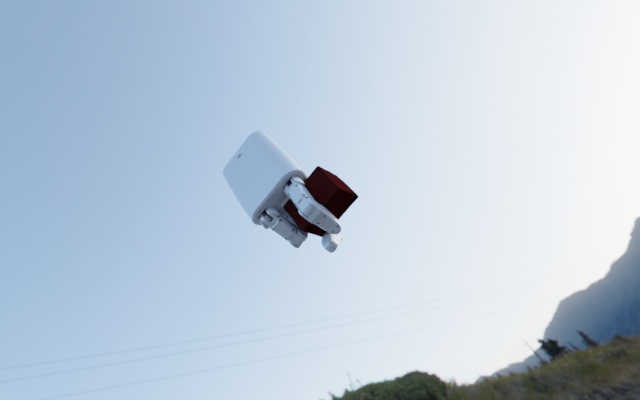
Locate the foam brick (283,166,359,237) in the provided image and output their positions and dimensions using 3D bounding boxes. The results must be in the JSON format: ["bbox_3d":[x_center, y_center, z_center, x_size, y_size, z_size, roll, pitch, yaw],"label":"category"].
[{"bbox_3d":[0.000,0.002,0.645,0.053,0.078,0.051,23,22,-53],"label":"foam brick"}]
